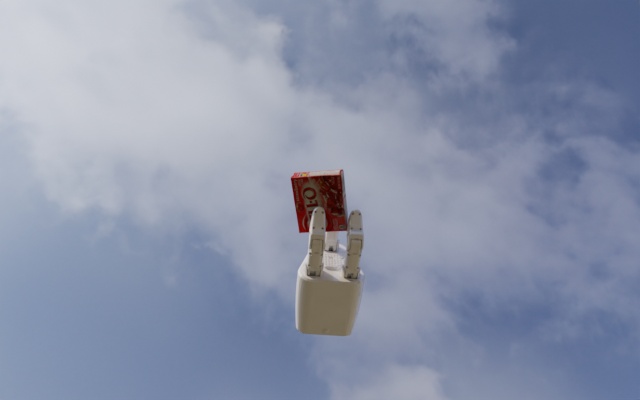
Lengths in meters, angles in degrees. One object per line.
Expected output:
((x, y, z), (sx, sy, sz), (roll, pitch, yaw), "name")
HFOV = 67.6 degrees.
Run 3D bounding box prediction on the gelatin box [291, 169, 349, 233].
((0.000, 0.002, 0.691), (0.073, 0.089, 0.030), (-3, 21, 11), "gelatin box")
